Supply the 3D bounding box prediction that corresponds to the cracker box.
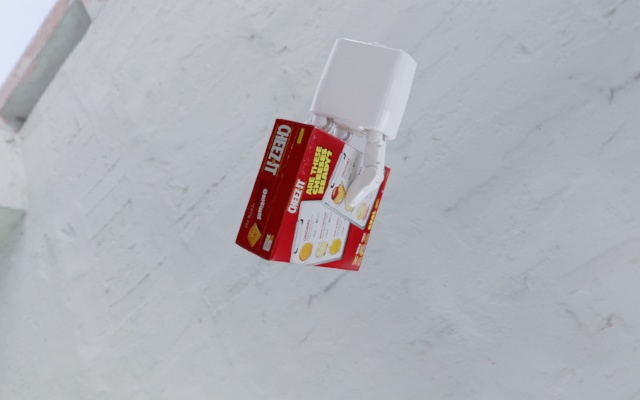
[{"bbox_3d":[0.000,0.002,0.641,0.072,0.164,0.214,18,0,35],"label":"cracker box"}]
